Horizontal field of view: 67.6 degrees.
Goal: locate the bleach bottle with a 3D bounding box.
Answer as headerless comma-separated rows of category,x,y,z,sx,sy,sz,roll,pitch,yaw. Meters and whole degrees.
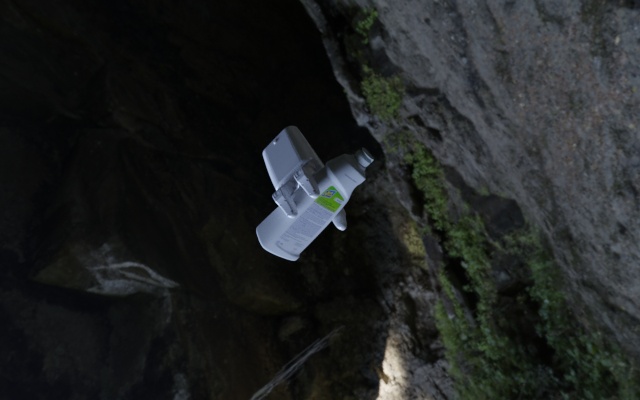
bleach bottle,0.000,0.003,0.867,0.251,0.068,0.102,-43,-42,19
